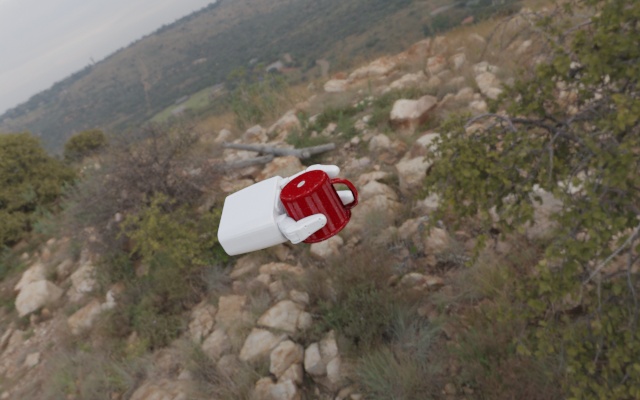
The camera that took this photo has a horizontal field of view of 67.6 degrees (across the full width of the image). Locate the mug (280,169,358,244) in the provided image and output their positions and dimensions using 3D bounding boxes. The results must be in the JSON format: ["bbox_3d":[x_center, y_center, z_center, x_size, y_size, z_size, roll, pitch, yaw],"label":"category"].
[{"bbox_3d":[0.001,0.002,0.731,0.117,0.081,0.093,-20,27,19],"label":"mug"}]
